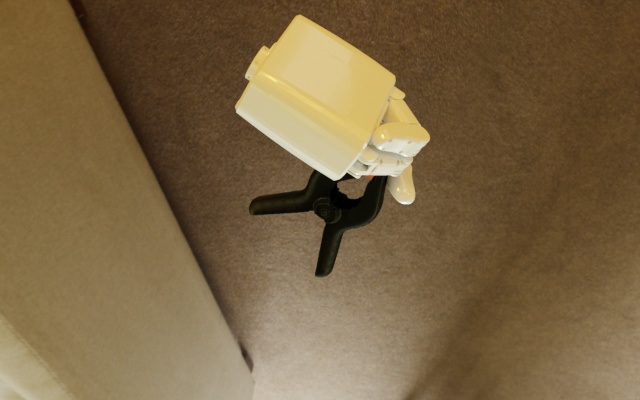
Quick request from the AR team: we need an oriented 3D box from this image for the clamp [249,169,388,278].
[{"bbox_3d":[0.000,0.002,0.502,0.120,0.171,0.039,34,35,-7],"label":"clamp"}]
